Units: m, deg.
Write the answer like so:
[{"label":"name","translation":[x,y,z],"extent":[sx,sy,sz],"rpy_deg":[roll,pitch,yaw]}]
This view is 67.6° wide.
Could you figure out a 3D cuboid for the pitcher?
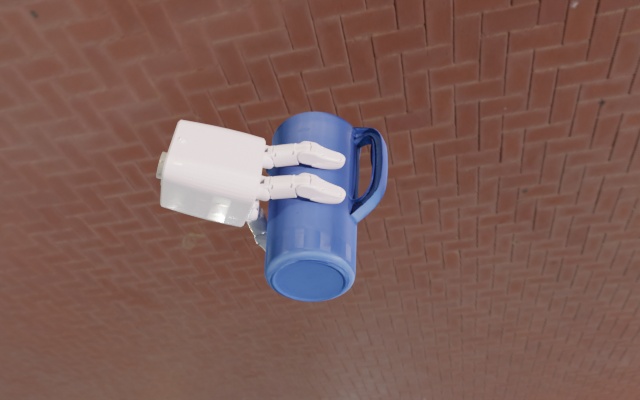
[{"label":"pitcher","translation":[0.000,0.002,0.633],"extent":[0.145,0.242,0.149],"rpy_deg":[14,-43,-14]}]
